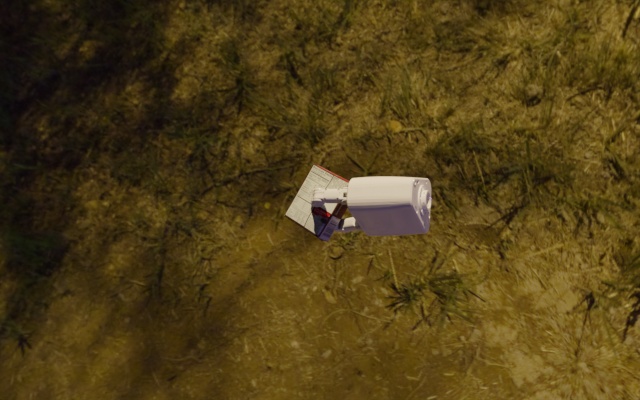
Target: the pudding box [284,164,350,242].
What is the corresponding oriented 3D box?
[{"bbox_3d":[0.000,0.003,0.851,0.090,0.113,0.039,31,0,33],"label":"pudding box"}]
